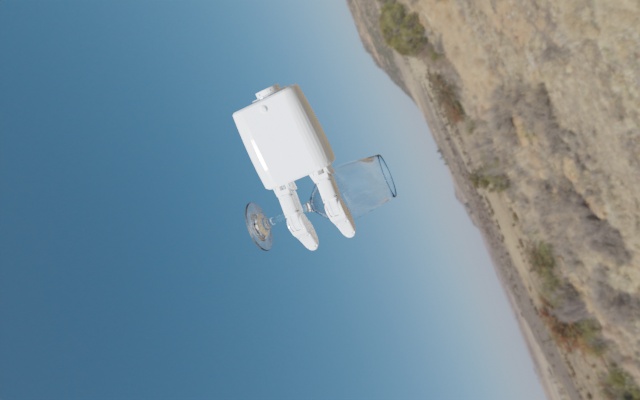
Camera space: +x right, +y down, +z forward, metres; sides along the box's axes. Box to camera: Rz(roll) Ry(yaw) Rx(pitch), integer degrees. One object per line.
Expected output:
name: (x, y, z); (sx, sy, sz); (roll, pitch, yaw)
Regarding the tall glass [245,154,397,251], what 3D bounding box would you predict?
tall glass: (0.000, 0.003, 0.658); (0.201, 0.079, 0.079); (-21, -6, 16)
